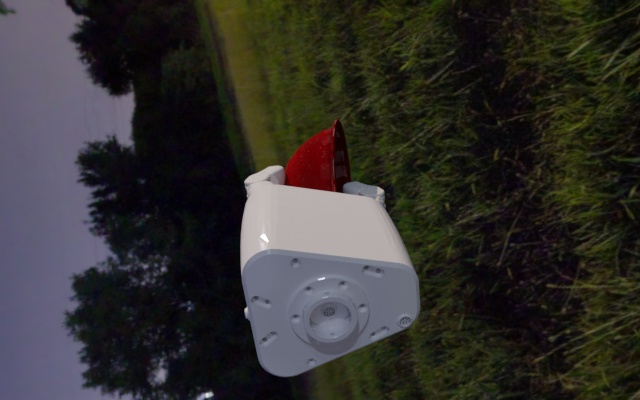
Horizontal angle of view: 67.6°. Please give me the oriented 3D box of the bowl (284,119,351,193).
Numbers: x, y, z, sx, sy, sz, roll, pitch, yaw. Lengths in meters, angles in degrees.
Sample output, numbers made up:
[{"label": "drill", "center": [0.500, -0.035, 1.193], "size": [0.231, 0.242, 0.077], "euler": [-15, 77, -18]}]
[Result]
[{"label": "bowl", "center": [0.000, 0.001, 0.486], "size": [0.055, 0.162, 0.162], "euler": [-4, -1, 9]}]
